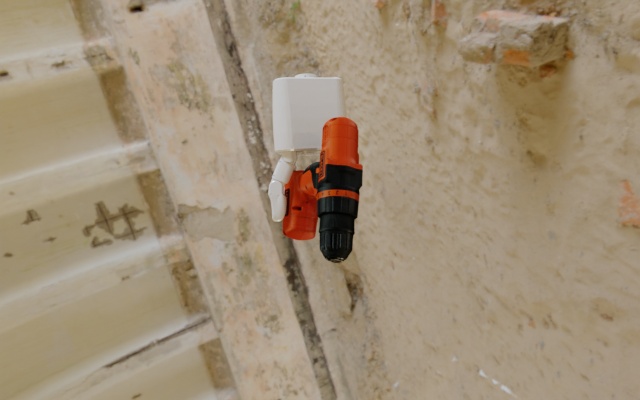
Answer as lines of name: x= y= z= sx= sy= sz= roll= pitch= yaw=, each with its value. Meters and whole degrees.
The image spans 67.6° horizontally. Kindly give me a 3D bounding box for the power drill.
power drill: x=0.000 y=0.002 z=0.650 sx=0.057 sy=0.184 sz=0.188 roll=11 pitch=-18 yaw=-19
